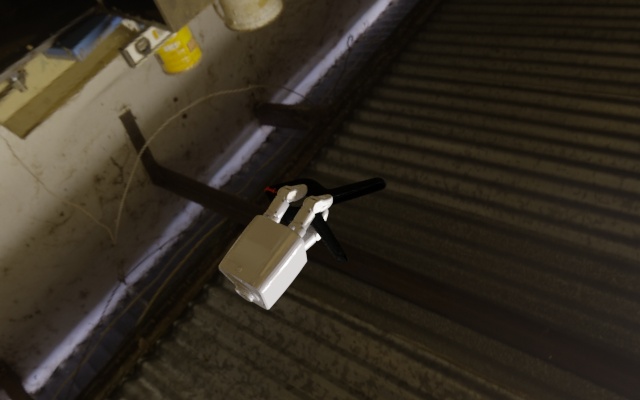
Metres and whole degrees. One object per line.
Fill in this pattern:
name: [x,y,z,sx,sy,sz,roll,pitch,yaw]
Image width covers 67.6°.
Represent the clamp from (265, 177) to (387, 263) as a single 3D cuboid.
clamp: [0.000,0.003,0.821,0.210,0.164,0.036,22,-26,31]
